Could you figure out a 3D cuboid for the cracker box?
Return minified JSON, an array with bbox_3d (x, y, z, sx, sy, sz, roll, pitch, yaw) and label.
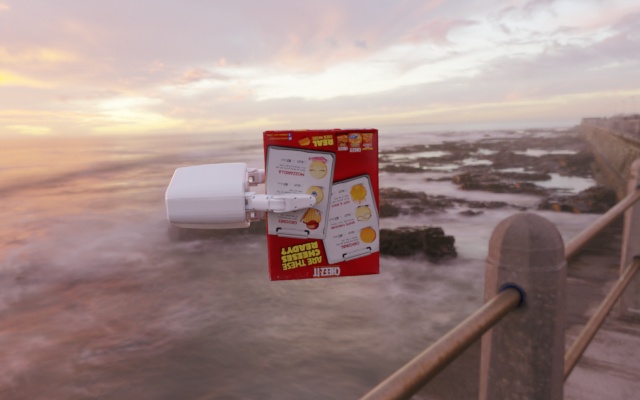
[{"bbox_3d":[0.000,0.002,0.705,0.164,0.214,0.072,-3,9,-6],"label":"cracker box"}]
